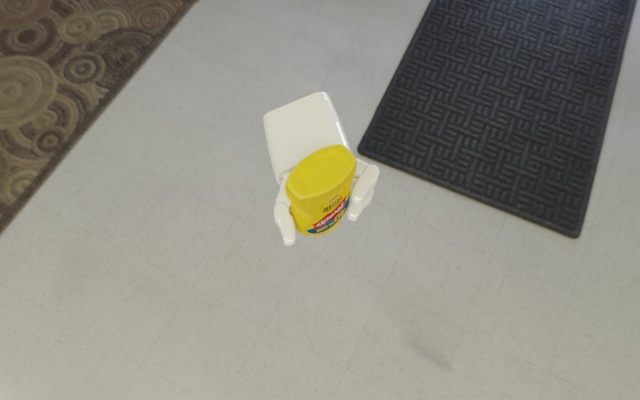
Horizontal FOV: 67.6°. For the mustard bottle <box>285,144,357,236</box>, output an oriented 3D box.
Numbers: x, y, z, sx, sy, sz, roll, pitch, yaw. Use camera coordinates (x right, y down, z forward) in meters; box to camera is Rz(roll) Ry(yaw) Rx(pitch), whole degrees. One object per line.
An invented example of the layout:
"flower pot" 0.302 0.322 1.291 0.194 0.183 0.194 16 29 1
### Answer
"mustard bottle" 0.000 0.002 0.673 0.096 0.058 0.192 -37 -19 -16
